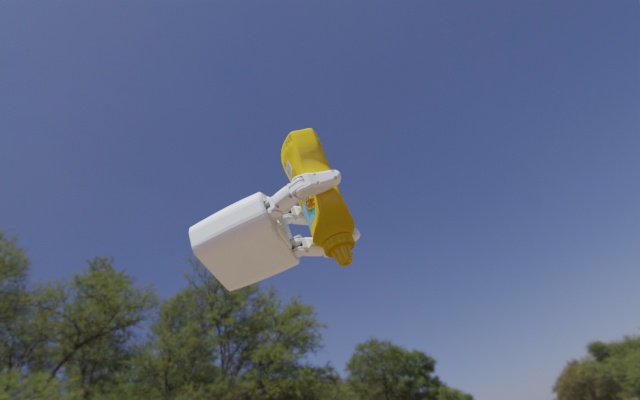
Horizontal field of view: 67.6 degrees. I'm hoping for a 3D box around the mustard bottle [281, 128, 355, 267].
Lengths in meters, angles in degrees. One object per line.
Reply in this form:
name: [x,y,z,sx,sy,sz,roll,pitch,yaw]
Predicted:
mustard bottle: [0.000,0.002,0.638,0.058,0.191,0.096,-13,-32,-15]
